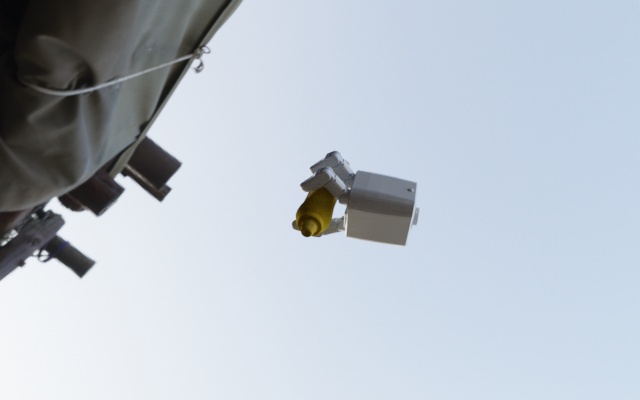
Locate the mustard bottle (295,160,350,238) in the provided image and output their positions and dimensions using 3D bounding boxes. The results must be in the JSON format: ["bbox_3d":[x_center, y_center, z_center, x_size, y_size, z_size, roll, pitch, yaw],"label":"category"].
[{"bbox_3d":[0.000,0.002,0.815,0.058,0.096,0.191,31,33,-5],"label":"mustard bottle"}]
